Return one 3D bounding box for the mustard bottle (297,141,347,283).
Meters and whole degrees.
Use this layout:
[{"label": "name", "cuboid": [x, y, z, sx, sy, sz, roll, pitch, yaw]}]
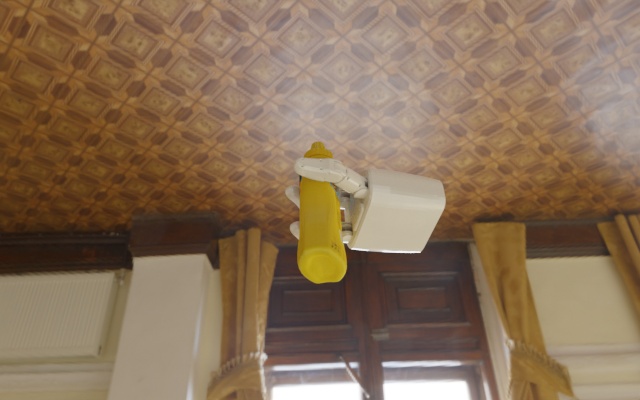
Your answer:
[{"label": "mustard bottle", "cuboid": [0.000, 0.002, 0.617, 0.058, 0.191, 0.096, -7, -33, 8]}]
